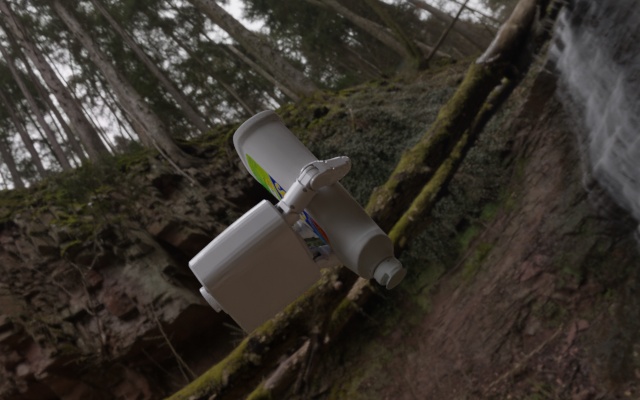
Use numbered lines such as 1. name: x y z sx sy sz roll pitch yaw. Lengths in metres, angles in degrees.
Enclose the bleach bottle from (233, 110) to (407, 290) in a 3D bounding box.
1. bleach bottle: 0.000 0.002 0.546 0.250 0.068 0.103 44 -15 32
